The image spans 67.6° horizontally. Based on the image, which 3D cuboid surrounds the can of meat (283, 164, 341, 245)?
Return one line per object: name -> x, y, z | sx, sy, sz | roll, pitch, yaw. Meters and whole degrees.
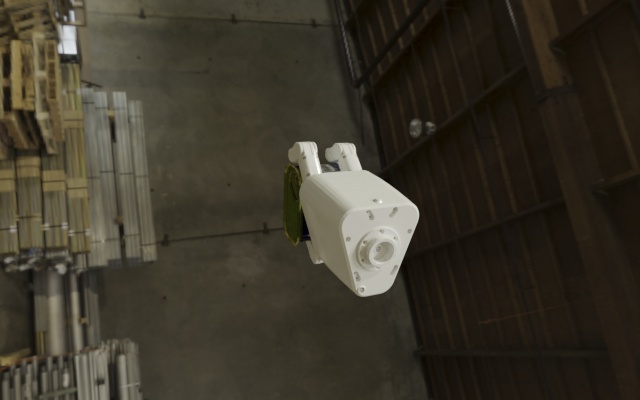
can of meat -> 0.000, 0.002, 0.622 | 0.084, 0.102, 0.057 | -5, 20, -22
